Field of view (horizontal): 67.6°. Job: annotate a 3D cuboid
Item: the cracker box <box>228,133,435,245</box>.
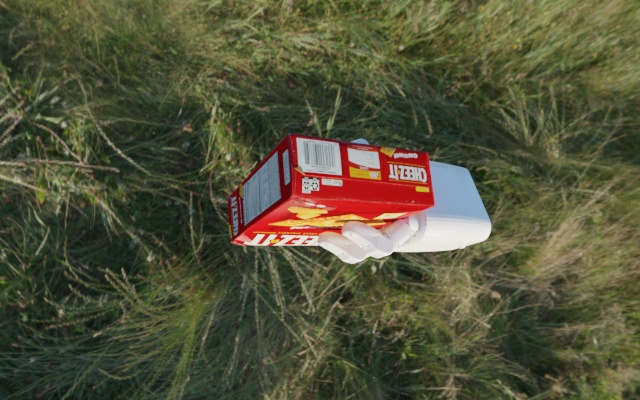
[{"bbox_3d":[0.000,0.002,0.557,0.164,0.072,0.214,4,-18,-26],"label":"cracker box"}]
